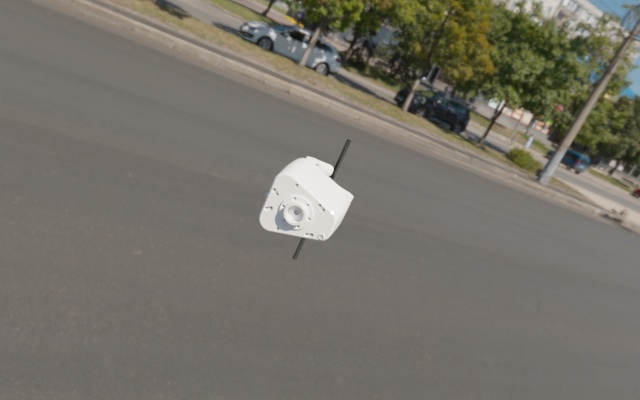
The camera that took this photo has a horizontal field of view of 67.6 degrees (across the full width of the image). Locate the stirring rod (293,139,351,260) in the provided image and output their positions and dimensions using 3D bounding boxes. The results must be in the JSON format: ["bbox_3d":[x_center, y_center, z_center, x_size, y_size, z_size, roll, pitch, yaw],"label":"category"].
[{"bbox_3d":[0.000,0.003,0.838,0.011,0.239,0.011,22,18,-8],"label":"stirring rod"}]
